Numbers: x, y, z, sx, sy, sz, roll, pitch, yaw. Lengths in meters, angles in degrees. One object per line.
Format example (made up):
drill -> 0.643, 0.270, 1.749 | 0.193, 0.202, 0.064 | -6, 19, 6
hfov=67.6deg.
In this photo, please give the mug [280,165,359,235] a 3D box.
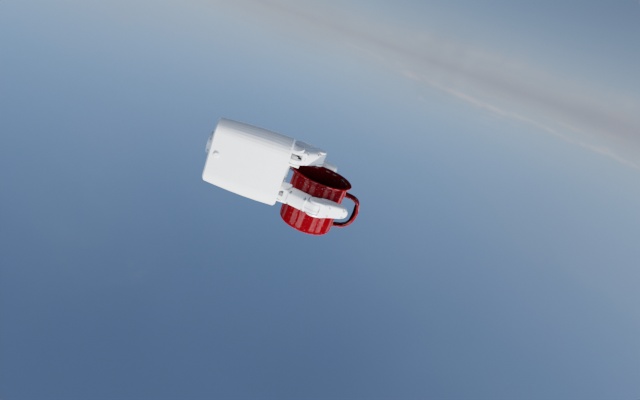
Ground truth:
mug -> 0.001, 0.003, 0.716 | 0.117, 0.081, 0.093 | 20, 19, -5
